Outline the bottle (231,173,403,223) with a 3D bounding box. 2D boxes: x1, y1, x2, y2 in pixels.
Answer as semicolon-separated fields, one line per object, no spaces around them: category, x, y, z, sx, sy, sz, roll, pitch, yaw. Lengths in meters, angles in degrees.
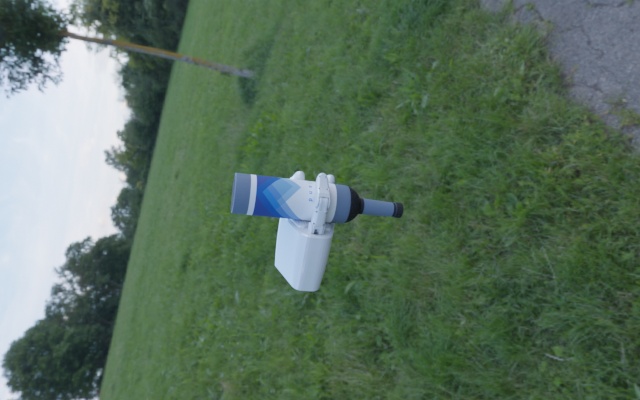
bottle;0.000;0.003;0.812;0.296;0.069;0.069;6;-2;-14
